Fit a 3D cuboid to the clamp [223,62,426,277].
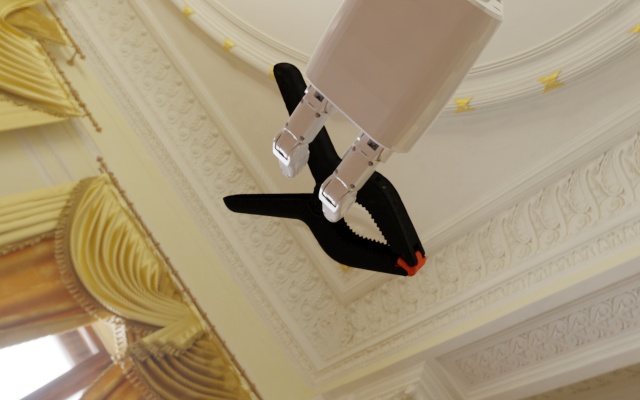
[{"bbox_3d":[0.001,0.001,0.437,0.210,0.165,0.036,44,35,13],"label":"clamp"}]
